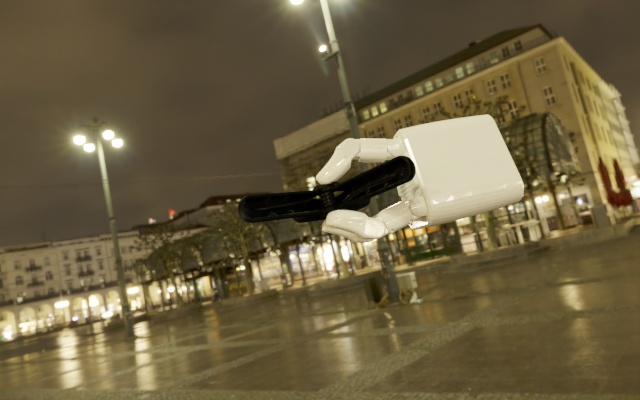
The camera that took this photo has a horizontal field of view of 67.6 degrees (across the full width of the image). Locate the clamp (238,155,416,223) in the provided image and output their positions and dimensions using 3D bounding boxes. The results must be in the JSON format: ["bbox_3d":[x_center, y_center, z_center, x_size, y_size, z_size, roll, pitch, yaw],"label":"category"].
[{"bbox_3d":[0.000,0.001,0.517,0.164,0.036,0.210,-13,-7,-6],"label":"clamp"}]
